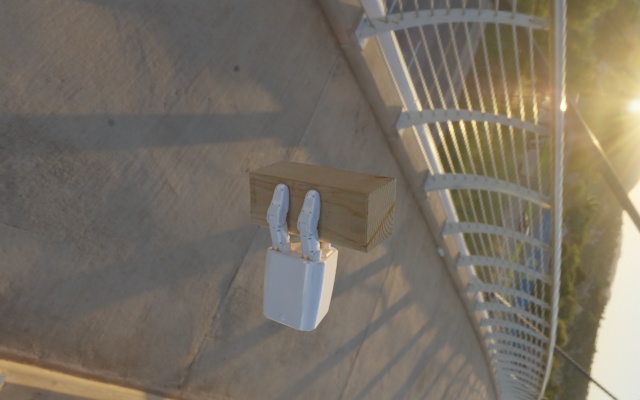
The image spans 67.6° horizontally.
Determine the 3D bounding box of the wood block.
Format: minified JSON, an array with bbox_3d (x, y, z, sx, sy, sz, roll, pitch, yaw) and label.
[{"bbox_3d":[0.000,0.003,0.725,0.206,0.090,0.091,12,21,31],"label":"wood block"}]
